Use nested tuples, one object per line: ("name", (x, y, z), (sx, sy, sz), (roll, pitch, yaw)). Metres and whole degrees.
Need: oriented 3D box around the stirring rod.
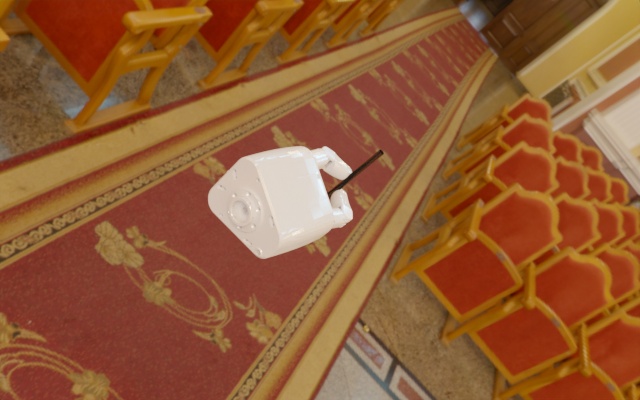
("stirring rod", (0.000, 0.002, 0.680), (0.240, 0.011, 0.011), (-39, -24, 32))
